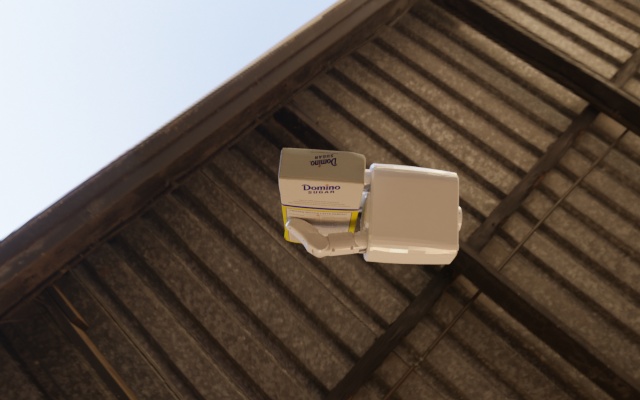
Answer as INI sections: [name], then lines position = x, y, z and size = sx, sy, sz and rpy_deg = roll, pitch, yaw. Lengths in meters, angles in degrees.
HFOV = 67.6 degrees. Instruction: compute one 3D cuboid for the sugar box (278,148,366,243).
[sugar box]
position = 0.000, 0.001, 0.581
size = 0.093, 0.048, 0.176
rpy_deg = 4, -29, 0
